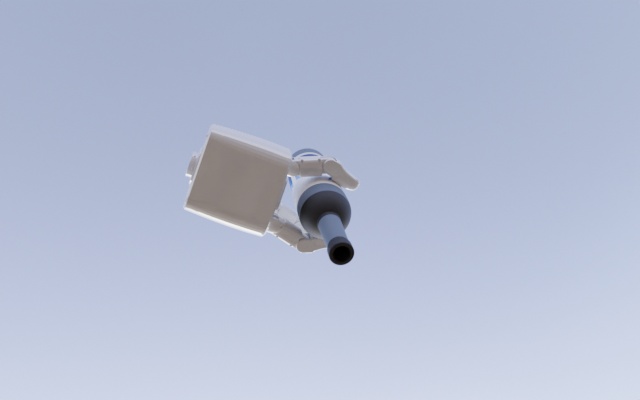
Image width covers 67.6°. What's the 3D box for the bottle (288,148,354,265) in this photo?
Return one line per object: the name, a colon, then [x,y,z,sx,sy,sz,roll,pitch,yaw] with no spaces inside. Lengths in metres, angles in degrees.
bottle: [0.000,0.002,0.630,0.069,0.069,0.295,0,21,-9]
